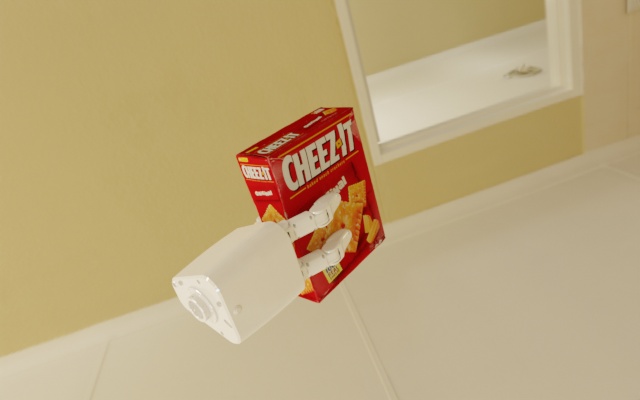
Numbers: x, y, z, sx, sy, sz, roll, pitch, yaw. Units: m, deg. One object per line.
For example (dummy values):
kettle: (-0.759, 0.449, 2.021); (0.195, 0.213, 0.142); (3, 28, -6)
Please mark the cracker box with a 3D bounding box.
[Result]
cracker box: (0.000, 0.002, 0.646); (0.072, 0.214, 0.164); (9, 35, 43)
